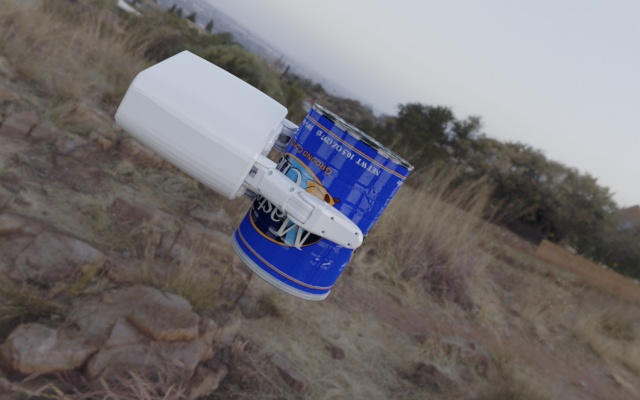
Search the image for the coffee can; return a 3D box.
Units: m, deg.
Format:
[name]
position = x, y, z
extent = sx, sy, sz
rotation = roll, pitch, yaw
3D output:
[coffee can]
position = 0.000, 0.002, 0.422
extent = 0.103, 0.140, 0.102
rotation = 32, 11, -7
